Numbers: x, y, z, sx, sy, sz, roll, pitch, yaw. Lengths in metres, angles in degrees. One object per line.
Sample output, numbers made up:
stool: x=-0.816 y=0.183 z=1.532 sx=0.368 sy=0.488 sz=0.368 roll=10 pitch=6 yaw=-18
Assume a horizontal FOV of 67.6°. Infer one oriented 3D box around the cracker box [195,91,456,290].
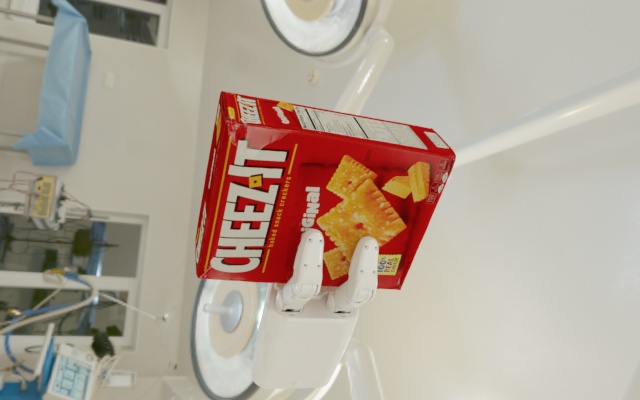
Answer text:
cracker box: x=0.000 y=0.001 z=0.456 sx=0.214 sy=0.164 sz=0.072 roll=6 pitch=30 yaw=-19
